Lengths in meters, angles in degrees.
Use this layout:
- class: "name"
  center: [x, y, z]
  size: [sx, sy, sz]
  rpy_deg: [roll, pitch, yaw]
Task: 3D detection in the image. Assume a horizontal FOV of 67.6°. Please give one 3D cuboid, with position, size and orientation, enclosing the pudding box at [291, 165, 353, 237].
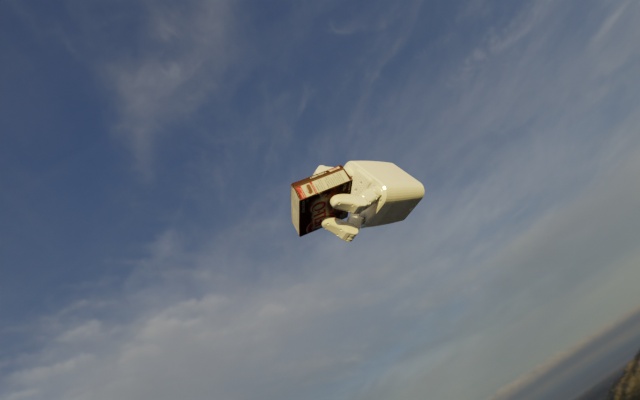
- class: "pudding box"
  center: [0.000, 0.002, 0.753]
  size: [0.090, 0.039, 0.114]
  rpy_deg: [-23, -32, -16]
